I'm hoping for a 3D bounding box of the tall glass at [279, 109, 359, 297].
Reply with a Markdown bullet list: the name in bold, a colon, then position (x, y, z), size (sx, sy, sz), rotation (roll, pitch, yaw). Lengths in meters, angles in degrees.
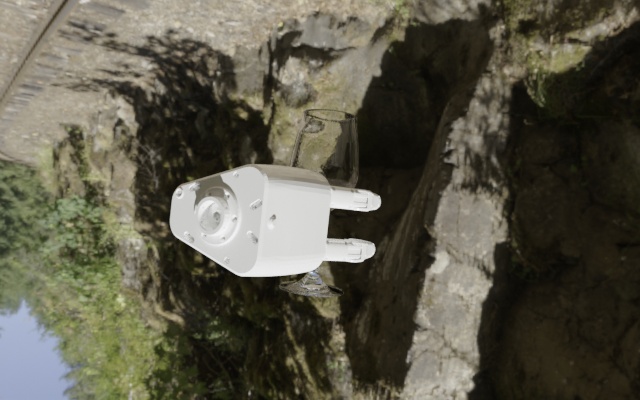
- **tall glass**: position (0.000, 0.002, 0.540), size (0.079, 0.201, 0.079), rotation (6, 0, 0)
